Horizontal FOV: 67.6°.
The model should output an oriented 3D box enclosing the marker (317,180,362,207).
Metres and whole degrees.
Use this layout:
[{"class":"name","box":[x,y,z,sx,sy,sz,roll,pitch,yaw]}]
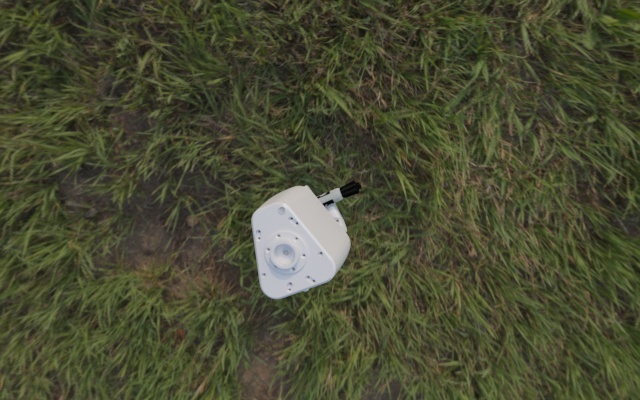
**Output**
[{"class":"marker","box":[0.000,0.002,0.660,0.121,0.020,0.020,-23,-6,13]}]
